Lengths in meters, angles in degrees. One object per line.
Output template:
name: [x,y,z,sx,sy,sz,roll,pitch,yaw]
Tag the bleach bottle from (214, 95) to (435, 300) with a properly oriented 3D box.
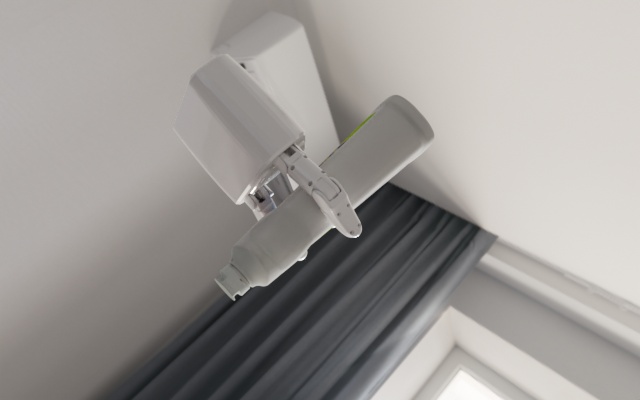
bleach bottle: [0.000,0.002,0.478,0.250,0.068,0.102,-42,-1,-20]
